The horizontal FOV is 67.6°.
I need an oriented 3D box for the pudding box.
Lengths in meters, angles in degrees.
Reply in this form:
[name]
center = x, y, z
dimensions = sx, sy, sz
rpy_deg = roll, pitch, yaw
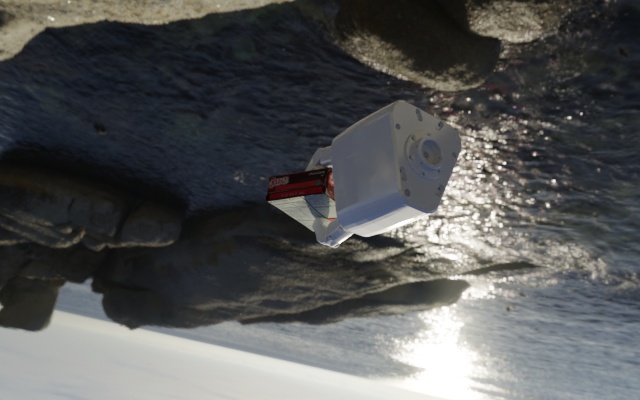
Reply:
[pudding box]
center = 0.000, 0.002, 0.600
dimensions = 0.090, 0.039, 0.113
rpy_deg = -6, -28, 32
